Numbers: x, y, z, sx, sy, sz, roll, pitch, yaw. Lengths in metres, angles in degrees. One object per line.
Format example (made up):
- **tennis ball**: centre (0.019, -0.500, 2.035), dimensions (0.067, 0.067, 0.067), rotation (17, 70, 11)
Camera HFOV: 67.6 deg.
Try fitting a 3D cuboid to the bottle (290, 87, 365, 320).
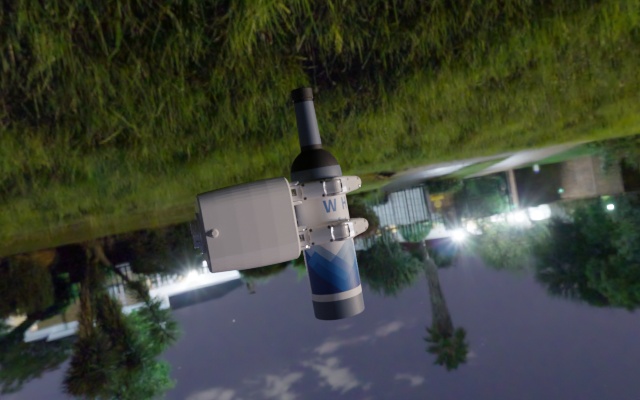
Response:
- **bottle**: centre (0.000, 0.002, 0.621), dimensions (0.069, 0.296, 0.069), rotation (-10, 2, 0)
